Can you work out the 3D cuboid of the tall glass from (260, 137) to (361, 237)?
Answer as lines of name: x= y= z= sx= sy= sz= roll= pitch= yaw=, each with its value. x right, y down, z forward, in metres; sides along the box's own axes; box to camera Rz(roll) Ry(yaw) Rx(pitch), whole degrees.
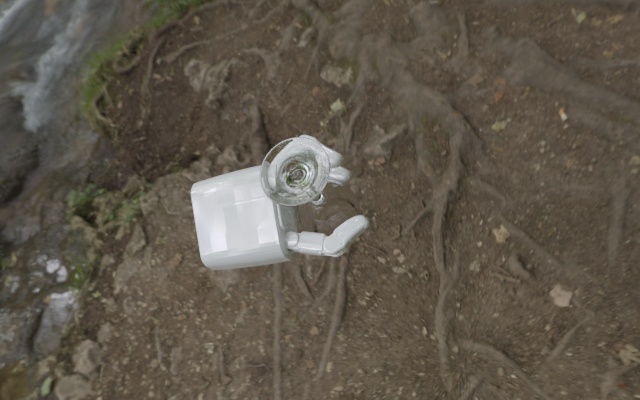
tall glass: x=0.000 y=0.002 z=0.564 sx=0.079 sy=0.079 sz=0.201 roll=0 pitch=-18 yaw=17
